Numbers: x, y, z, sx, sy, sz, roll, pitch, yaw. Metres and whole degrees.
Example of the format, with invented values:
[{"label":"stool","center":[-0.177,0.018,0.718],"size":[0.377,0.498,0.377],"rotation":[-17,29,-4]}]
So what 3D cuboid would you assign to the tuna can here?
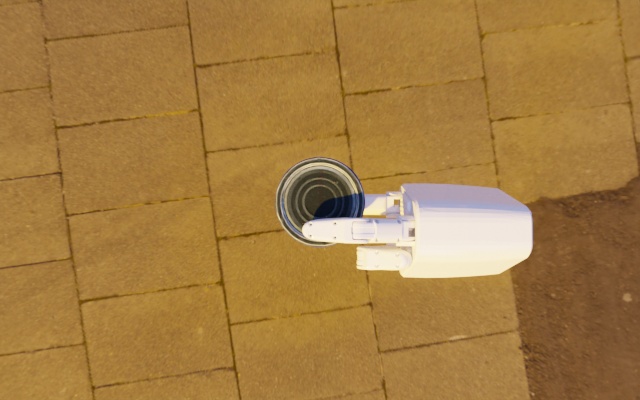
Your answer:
[{"label":"tuna can","center":[0.000,0.002,0.457],"size":[0.086,0.086,0.034],"rotation":[0,0,3]}]
